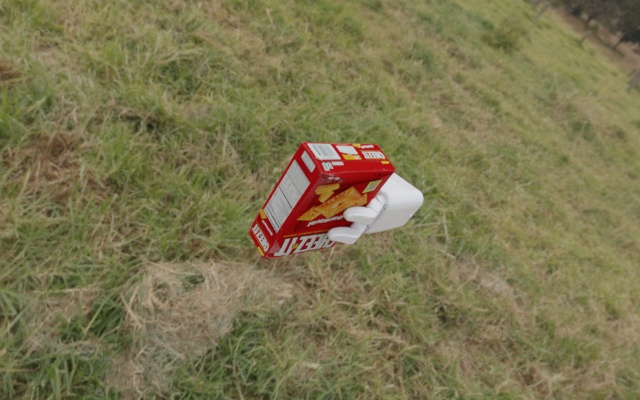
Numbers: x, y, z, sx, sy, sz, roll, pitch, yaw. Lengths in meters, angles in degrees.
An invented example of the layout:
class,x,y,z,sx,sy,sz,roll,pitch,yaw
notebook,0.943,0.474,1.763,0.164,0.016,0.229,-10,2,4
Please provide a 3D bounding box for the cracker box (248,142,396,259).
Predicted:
class,x,y,z,sx,sy,sz,roll,pitch,yaw
cracker box,0.000,0.002,0.792,0.164,0.072,0.214,-5,-38,-41
